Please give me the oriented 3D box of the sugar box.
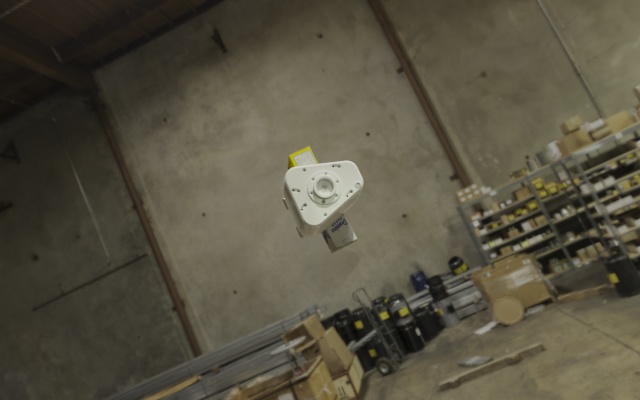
[{"bbox_3d":[0.000,0.003,0.822,0.048,0.176,0.093,-24,-8,-8],"label":"sugar box"}]
